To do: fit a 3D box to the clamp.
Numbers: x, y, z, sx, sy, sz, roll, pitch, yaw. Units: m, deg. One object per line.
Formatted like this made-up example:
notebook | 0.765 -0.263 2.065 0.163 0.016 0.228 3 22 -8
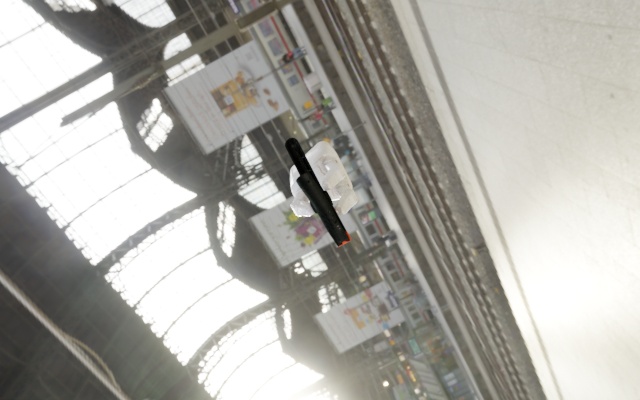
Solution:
clamp | 0.000 0.003 0.822 0.036 0.210 0.164 -27 23 5
